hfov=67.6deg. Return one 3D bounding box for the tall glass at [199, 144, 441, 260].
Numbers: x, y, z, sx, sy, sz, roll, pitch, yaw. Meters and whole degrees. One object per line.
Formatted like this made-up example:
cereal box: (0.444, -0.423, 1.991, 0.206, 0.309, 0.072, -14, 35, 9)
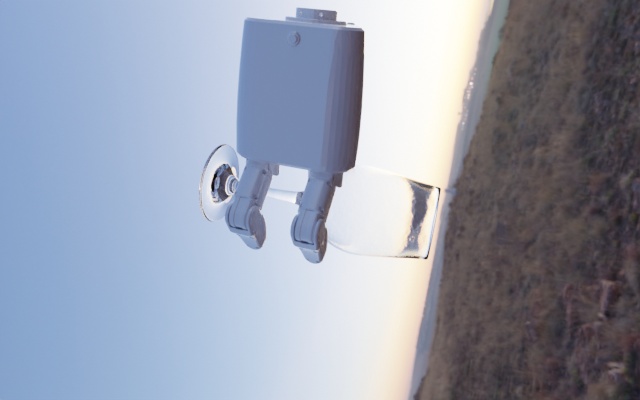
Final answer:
tall glass: (-0.001, 0.001, 0.423, 0.201, 0.079, 0.079, 11, 3, 14)
